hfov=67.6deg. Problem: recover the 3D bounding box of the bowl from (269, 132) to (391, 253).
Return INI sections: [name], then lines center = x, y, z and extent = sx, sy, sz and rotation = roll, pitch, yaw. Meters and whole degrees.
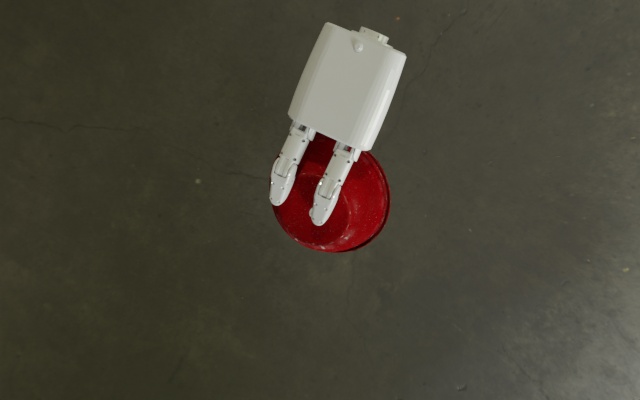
[bowl]
center = 0.000, 0.003, 0.578
extent = 0.162, 0.162, 0.055
rotation = 0, 21, 22
